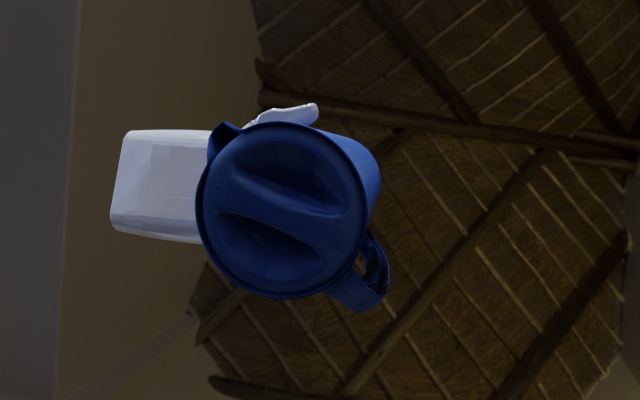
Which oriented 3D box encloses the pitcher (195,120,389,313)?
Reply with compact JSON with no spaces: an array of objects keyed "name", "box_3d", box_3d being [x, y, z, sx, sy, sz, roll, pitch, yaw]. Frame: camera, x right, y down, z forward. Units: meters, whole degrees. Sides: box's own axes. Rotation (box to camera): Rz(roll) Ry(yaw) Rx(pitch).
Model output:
[{"name":"pitcher","box_3d":[0.000,0.001,0.459,0.145,0.149,0.243,3,9,13]}]
